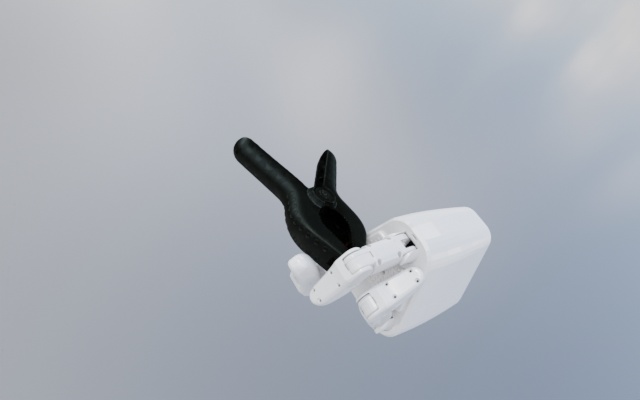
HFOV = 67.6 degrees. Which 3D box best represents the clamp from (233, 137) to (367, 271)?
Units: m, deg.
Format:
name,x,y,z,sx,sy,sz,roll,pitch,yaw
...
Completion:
name,x,y,z,sx,sy,sz,roll,pitch,yaw
clamp,0.000,0.001,0.459,0.120,0.171,0.039,-10,-35,-40
